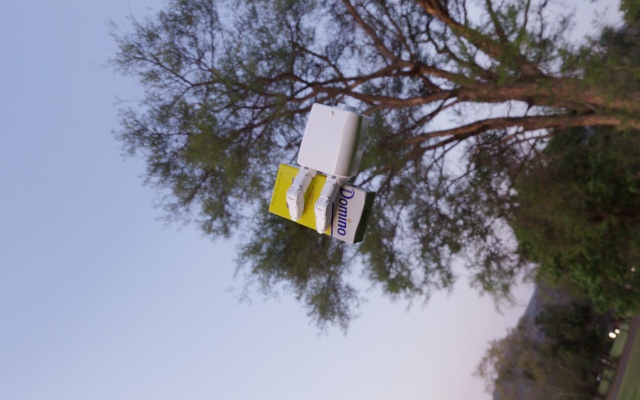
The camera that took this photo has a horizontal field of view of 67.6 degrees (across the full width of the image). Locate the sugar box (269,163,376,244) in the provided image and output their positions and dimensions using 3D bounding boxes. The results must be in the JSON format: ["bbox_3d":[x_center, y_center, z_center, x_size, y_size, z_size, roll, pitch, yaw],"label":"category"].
[{"bbox_3d":[0.000,0.003,0.830,0.176,0.093,0.048,19,11,29],"label":"sugar box"}]
